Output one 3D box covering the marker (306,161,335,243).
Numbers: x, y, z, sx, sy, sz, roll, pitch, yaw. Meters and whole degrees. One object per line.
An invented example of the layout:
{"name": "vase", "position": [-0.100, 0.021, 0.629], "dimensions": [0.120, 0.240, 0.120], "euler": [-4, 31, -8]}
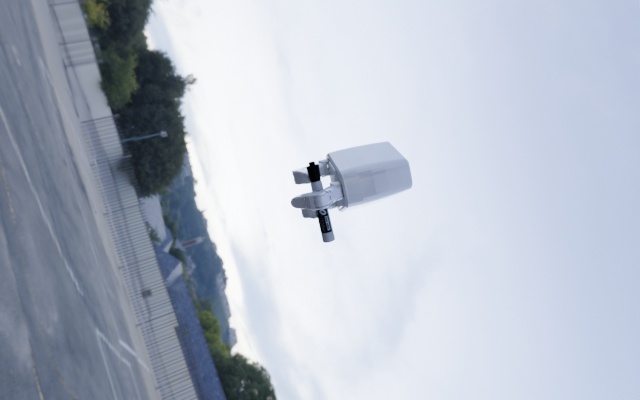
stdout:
{"name": "marker", "position": [0.000, 0.002, 0.696], "dimensions": [0.020, 0.121, 0.020], "euler": [-12, 13, 3]}
